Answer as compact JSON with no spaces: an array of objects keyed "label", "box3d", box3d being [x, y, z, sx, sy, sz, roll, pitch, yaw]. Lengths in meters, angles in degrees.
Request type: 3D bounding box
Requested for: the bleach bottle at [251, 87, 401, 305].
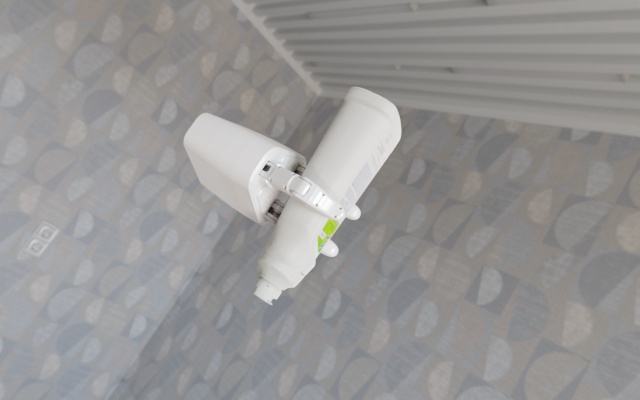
[{"label":"bleach bottle","box3d":[0.000,0.002,0.541,0.068,0.251,0.103,30,-10,21]}]
